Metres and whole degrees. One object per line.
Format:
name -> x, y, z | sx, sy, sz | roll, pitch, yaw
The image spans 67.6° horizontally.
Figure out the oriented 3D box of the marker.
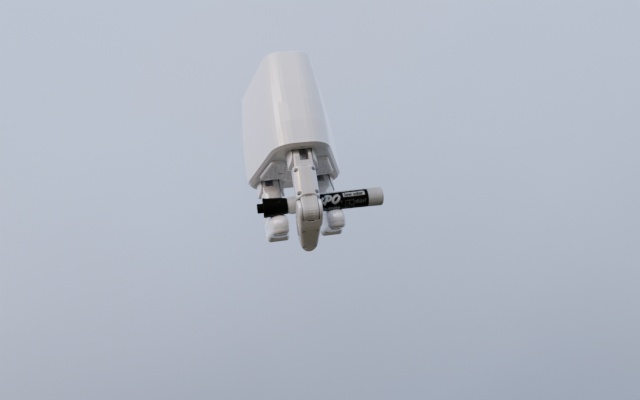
marker -> 0.000, 0.002, 0.455 | 0.121, 0.020, 0.020 | -6, 1, -11
